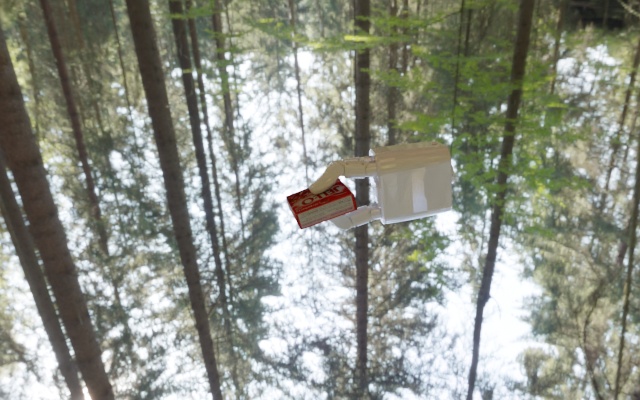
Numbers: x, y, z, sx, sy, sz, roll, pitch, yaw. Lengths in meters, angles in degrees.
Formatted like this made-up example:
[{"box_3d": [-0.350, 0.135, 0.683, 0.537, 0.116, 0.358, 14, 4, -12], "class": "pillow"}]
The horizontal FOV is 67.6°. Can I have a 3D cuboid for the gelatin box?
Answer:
[{"box_3d": [0.000, 0.003, 0.697, 0.089, 0.030, 0.073, -20, 25, -7], "class": "gelatin box"}]
